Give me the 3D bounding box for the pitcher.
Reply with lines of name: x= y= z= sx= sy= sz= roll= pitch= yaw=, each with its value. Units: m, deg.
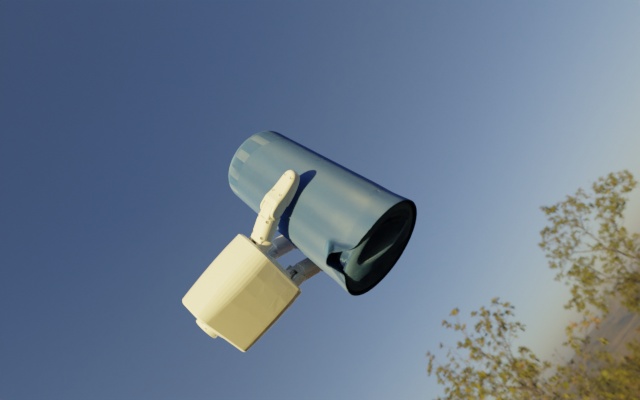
pitcher: x=0.000 y=0.002 z=0.631 sx=0.242 sy=0.145 sz=0.149 roll=34 pitch=-13 yaw=31
